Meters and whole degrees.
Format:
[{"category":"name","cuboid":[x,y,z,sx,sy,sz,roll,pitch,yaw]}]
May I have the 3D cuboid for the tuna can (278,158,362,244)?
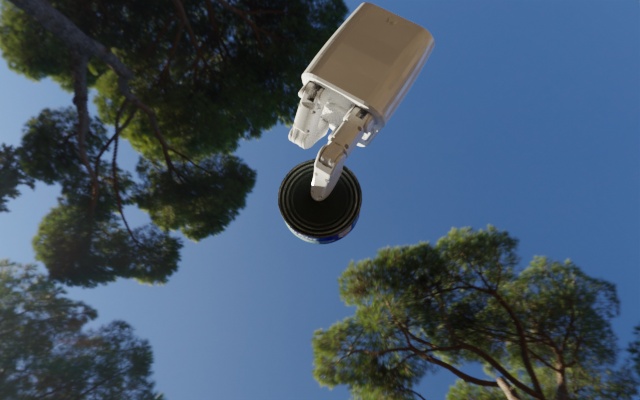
[{"category":"tuna can","cuboid":[0.000,0.002,0.498,0.086,0.086,0.034,0,-19,3]}]
